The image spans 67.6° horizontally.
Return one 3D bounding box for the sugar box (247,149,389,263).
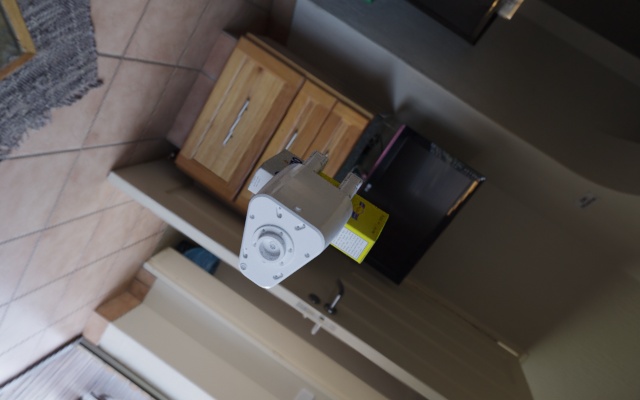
[{"bbox_3d":[0.000,0.002,0.641,0.176,0.048,0.093,35,28,4],"label":"sugar box"}]
